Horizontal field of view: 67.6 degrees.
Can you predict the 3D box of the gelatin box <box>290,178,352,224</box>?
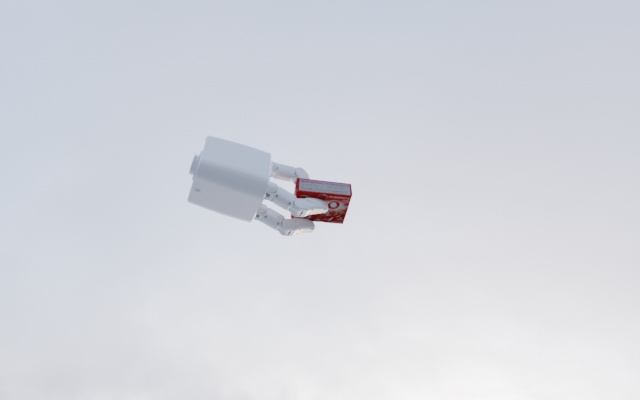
[{"bbox_3d":[0.000,0.002,0.765,0.089,0.030,0.073,5,-41,-7],"label":"gelatin box"}]
